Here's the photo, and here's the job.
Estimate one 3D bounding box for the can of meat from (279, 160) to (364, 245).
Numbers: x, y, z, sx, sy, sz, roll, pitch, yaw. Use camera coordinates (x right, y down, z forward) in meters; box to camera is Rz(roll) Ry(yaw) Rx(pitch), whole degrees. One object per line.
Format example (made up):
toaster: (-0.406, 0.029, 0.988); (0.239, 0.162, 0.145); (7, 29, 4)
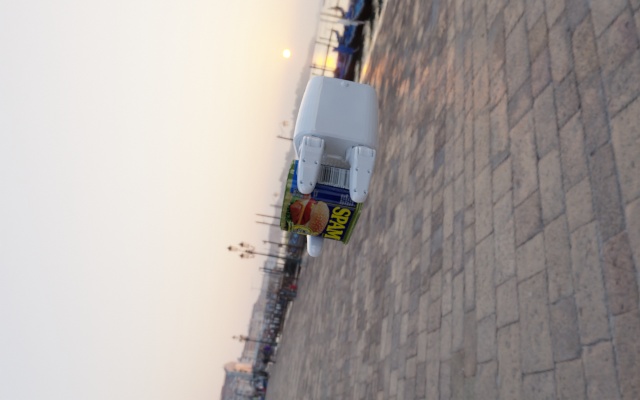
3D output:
can of meat: (0.000, 0.002, 0.544); (0.084, 0.057, 0.102); (11, -34, -3)
